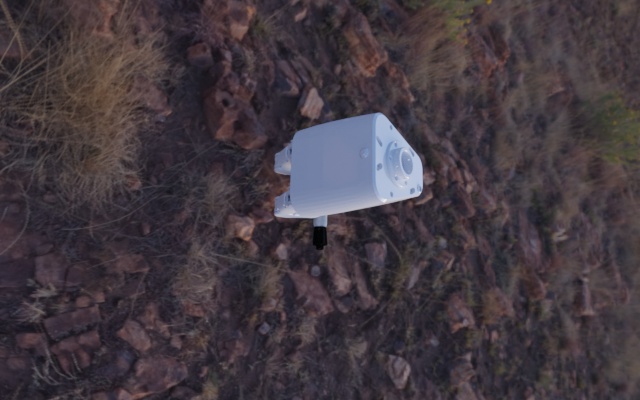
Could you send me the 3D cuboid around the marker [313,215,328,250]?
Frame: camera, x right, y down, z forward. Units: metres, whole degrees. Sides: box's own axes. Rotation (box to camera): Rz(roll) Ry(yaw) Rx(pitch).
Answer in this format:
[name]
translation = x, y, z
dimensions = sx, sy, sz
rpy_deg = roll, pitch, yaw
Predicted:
[marker]
translation = 0.000, 0.002, 0.605
dimensions = 0.020, 0.121, 0.020
rpy_deg = 1, -13, 0
